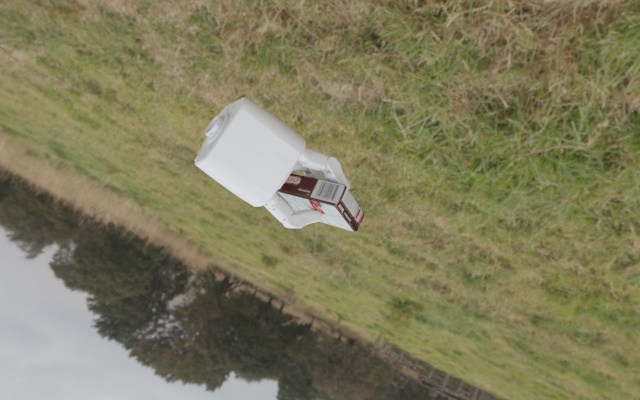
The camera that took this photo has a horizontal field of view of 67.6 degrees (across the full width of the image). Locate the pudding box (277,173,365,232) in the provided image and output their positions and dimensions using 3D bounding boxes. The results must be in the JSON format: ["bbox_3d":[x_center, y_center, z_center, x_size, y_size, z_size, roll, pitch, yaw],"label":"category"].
[{"bbox_3d":[0.000,0.003,0.729,0.113,0.039,0.090,16,-20,32],"label":"pudding box"}]
